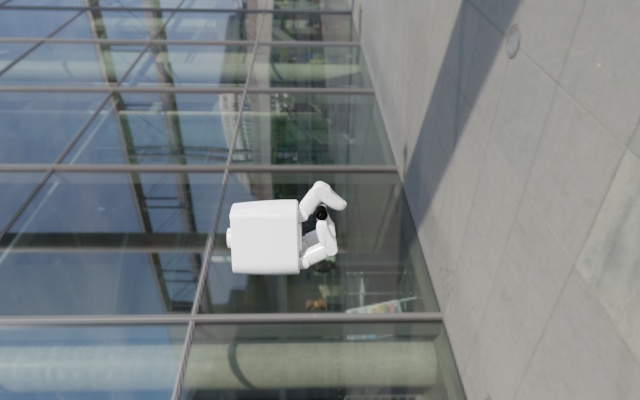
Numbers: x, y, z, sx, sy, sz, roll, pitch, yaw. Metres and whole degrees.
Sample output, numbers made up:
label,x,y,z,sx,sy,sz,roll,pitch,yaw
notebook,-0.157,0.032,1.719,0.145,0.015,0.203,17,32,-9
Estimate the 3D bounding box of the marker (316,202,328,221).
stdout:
label,x,y,z,sx,sy,sz,roll,pitch,yaw
marker,0.000,0.003,0.778,0.020,0.020,0.121,0,22,-2
